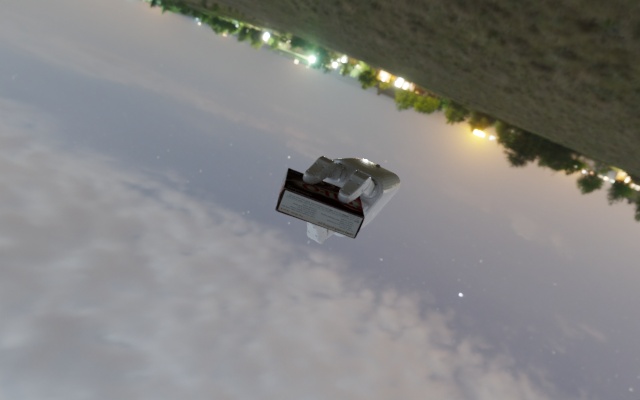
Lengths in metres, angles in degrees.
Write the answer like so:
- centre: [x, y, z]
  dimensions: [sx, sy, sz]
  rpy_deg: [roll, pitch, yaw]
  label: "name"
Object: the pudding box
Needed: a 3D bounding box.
- centre: [0.000, 0.002, 0.641]
  dimensions: [0.113, 0.039, 0.090]
  rpy_deg: [18, 18, -6]
  label: "pudding box"
